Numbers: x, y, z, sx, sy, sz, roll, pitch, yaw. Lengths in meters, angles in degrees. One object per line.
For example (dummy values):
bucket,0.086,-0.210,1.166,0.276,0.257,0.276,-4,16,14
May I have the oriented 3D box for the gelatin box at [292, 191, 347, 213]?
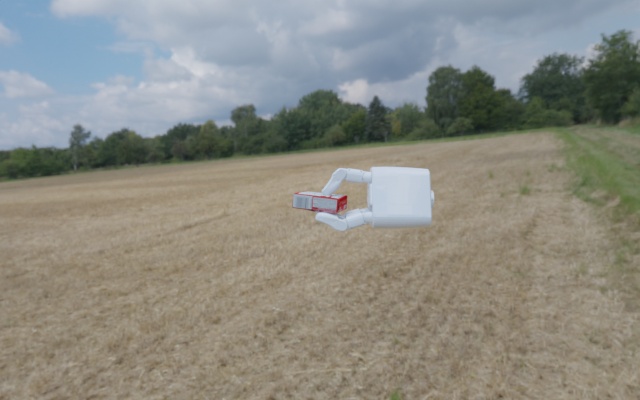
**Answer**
gelatin box,0.000,0.002,0.893,0.089,0.030,0.073,7,7,14
